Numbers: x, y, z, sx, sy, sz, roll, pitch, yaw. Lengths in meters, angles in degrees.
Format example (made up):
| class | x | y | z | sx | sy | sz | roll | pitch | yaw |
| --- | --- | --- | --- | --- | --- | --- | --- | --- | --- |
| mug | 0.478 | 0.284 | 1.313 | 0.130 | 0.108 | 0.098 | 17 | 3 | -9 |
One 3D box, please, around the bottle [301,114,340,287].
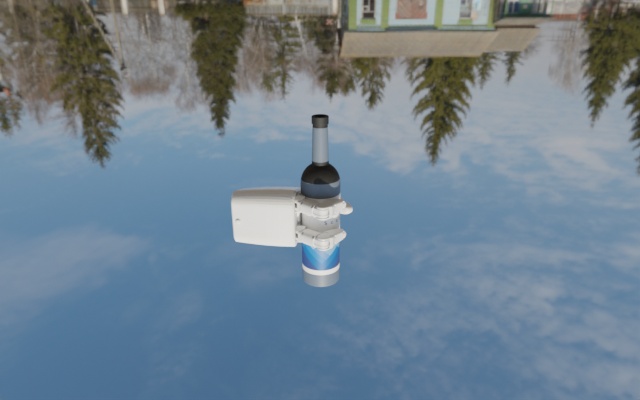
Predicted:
| class | x | y | z | sx | sy | sz | roll | pitch | yaw |
| --- | --- | --- | --- | --- | --- | --- | --- | --- | --- |
| bottle | 0.000 | 0.003 | 0.809 | 0.069 | 0.296 | 0.069 | 0 | 22 | 0 |
